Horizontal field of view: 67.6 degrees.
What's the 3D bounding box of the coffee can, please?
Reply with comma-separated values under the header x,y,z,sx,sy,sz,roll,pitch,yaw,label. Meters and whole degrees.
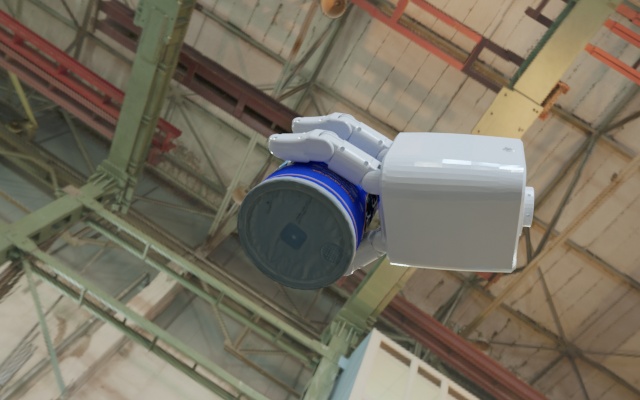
x,y,z,sx,sy,sz,roll,pitch,yaw,label
0.000,0.002,0.445,0.103,0.103,0.140,0,25,21,coffee can
